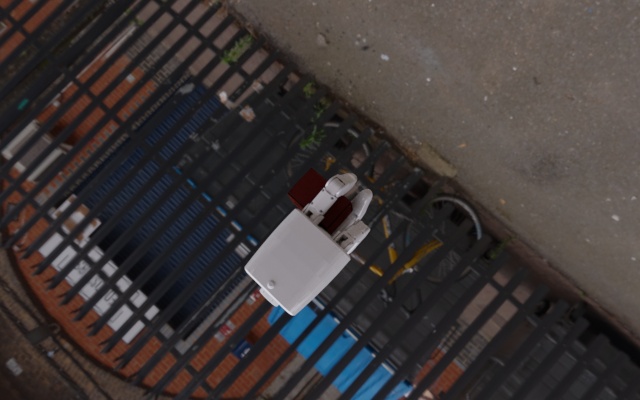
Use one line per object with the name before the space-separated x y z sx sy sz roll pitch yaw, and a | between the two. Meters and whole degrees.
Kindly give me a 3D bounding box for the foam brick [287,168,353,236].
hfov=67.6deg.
foam brick | 0.000 0.002 0.669 0.078 0.051 0.053 42 -6 14
